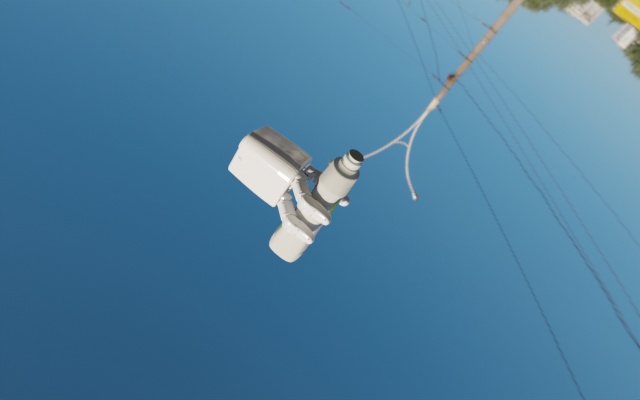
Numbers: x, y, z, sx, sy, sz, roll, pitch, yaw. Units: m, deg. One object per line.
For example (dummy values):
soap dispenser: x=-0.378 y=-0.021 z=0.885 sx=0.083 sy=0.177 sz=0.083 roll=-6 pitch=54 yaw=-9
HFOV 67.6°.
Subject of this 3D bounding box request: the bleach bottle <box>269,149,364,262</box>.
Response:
bleach bottle: x=0.000 y=0.003 z=0.838 sx=0.068 sy=0.251 sz=0.102 roll=38 pitch=38 yaw=0
